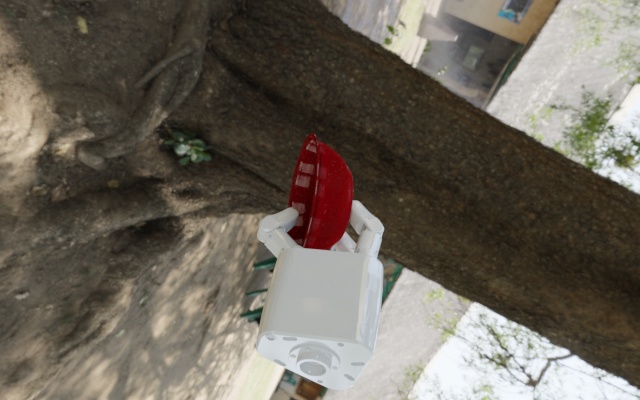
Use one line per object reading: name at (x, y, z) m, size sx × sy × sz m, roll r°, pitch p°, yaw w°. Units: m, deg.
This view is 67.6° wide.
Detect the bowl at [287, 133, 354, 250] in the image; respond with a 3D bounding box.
bowl at (0.001, 0.001, 0.585) m, size 0.055 × 0.162 × 0.162 m, roll 9°, pitch -2°, yaw -13°
